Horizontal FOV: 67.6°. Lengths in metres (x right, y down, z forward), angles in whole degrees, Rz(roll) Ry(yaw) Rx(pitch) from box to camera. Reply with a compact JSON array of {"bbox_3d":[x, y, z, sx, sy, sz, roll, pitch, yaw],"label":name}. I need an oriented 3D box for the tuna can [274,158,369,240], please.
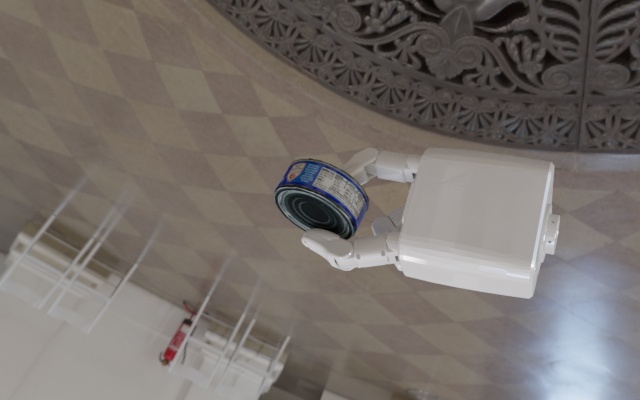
[{"bbox_3d":[0.000,0.002,0.448,0.086,0.033,0.086,22,-28,13],"label":"tuna can"}]
